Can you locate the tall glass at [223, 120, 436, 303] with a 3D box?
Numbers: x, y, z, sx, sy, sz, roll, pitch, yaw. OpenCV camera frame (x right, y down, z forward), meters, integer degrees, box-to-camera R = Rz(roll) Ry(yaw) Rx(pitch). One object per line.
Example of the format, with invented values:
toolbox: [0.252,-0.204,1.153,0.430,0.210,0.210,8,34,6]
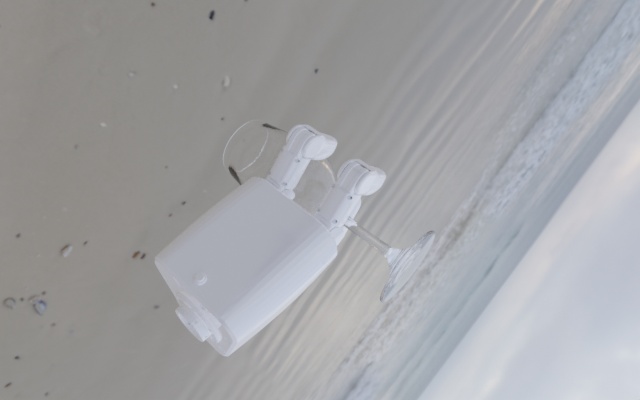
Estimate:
tall glass: [0.001,0.002,0.437,0.201,0.079,0.079,37,16,22]
